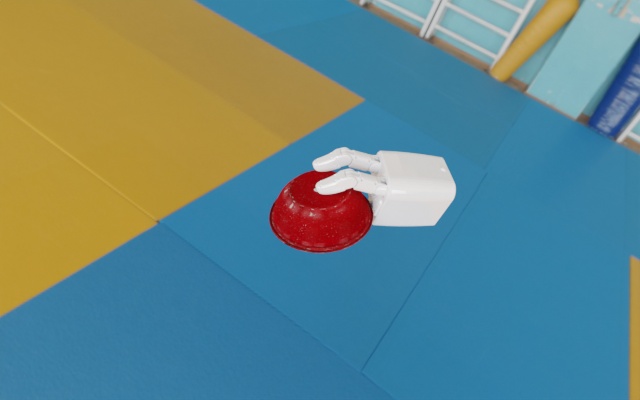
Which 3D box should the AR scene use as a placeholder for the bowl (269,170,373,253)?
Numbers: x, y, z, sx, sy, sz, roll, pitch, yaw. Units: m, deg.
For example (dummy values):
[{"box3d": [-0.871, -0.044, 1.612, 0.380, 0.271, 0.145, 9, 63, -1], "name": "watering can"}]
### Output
[{"box3d": [-0.001, 0.002, 0.720, 0.162, 0.055, 0.162, -2, 42, 1], "name": "bowl"}]
